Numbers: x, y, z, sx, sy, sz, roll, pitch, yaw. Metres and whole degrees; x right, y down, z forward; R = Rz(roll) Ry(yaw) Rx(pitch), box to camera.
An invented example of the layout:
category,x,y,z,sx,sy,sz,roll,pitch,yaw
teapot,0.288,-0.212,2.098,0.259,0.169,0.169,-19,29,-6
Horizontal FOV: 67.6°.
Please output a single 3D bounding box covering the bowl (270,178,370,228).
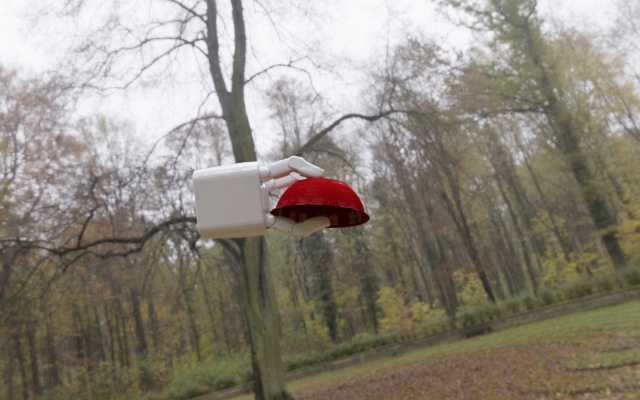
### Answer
category,x,y,z,sx,sy,sz,roll,pitch,yaw
bowl,0.001,0.002,0.776,0.162,0.055,0.162,3,-15,1
